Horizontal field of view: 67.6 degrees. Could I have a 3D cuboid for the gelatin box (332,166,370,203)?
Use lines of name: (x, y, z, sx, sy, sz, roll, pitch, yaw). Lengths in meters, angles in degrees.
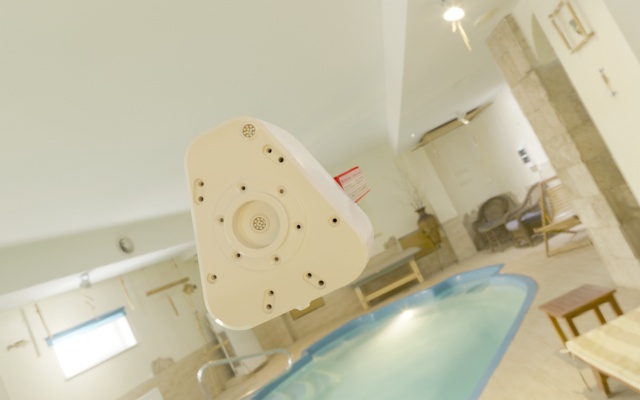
gelatin box: (0.000, 0.001, 0.426, 0.073, 0.030, 0.089, -26, 3, 19)
